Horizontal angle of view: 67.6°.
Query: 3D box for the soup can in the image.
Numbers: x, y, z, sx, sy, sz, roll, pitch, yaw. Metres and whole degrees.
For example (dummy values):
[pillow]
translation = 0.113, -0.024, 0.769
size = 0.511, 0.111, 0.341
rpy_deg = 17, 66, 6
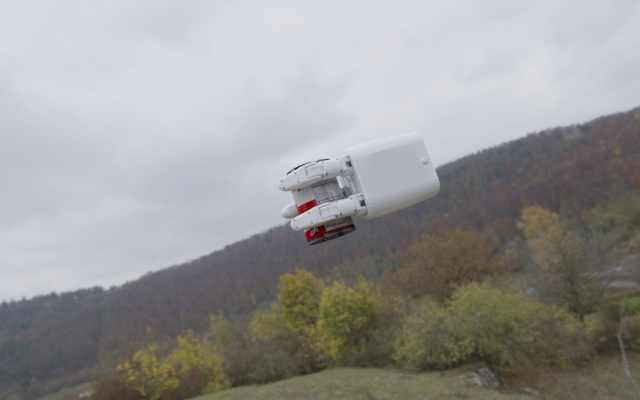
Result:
[soup can]
translation = 0.000, 0.002, 0.649
size = 0.068, 0.102, 0.068
rpy_deg = -18, -9, -3
